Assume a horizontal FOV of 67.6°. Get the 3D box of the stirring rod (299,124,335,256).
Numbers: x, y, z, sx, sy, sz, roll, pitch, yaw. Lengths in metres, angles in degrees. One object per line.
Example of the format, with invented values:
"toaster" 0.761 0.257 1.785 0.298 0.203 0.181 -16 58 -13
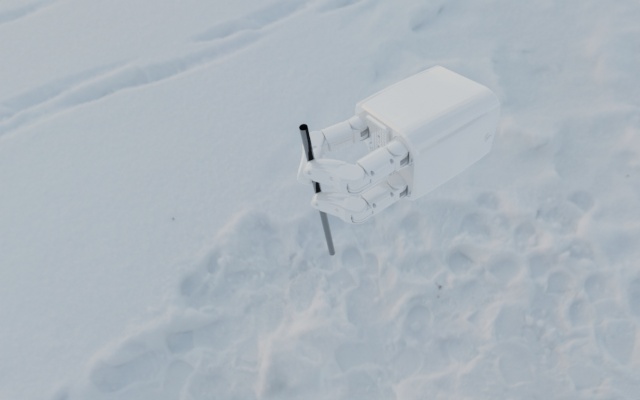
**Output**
"stirring rod" 0.000 0.002 0.519 0.011 0.011 0.240 0 -33 9
